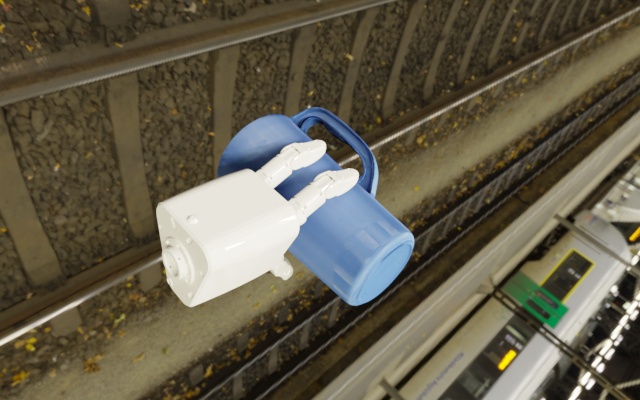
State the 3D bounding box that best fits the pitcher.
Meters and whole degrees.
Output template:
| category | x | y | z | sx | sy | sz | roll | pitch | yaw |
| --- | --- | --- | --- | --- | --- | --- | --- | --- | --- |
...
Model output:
| category | x | y | z | sx | sy | sz | roll | pitch | yaw |
| --- | --- | --- | --- | --- | --- | --- | --- | --- | --- |
| pitcher | 0.000 | 0.002 | 0.588 | 0.145 | 0.149 | 0.242 | -23 | 54 | -41 |
